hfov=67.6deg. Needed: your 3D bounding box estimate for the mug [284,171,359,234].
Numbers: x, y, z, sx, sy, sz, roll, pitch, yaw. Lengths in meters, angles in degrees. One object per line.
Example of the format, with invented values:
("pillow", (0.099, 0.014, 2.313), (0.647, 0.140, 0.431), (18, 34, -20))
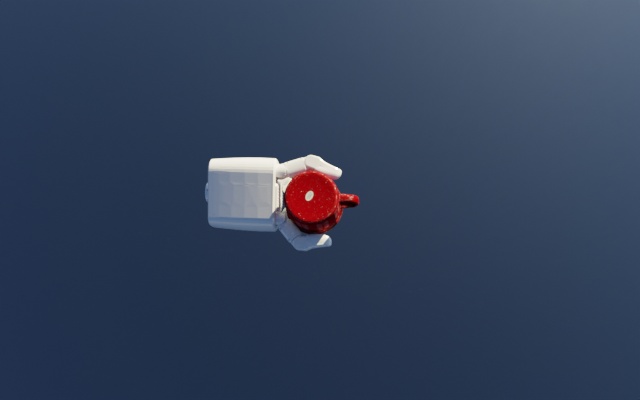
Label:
("mug", (0.002, 0.002, 0.731), (0.117, 0.093, 0.081), (1, -10, 3))
